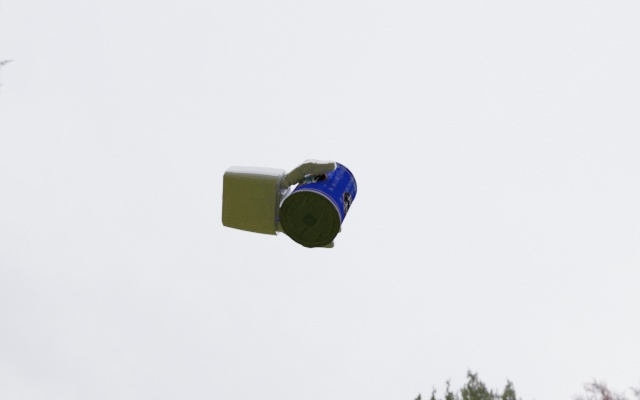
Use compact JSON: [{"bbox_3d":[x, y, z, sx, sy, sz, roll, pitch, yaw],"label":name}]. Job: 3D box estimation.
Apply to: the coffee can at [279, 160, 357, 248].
[{"bbox_3d":[0.000,0.003,0.823,0.103,0.103,0.140,0,25,17],"label":"coffee can"}]
